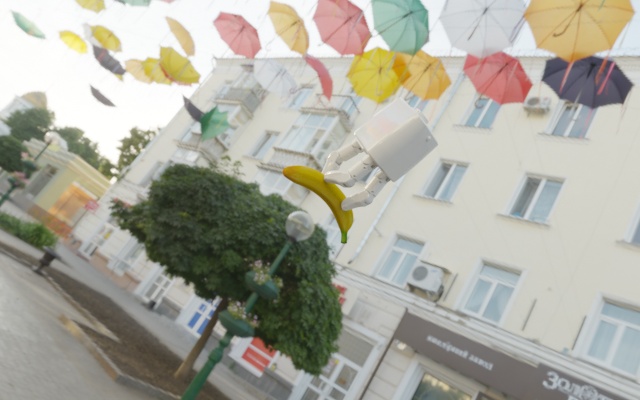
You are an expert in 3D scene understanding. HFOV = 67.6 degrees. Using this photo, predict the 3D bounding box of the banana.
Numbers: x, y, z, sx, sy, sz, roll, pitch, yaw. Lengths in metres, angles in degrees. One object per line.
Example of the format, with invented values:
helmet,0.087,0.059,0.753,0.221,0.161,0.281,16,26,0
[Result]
banana,0.008,-0.008,0.872,0.037,0.069,0.198,-17,-54,38
